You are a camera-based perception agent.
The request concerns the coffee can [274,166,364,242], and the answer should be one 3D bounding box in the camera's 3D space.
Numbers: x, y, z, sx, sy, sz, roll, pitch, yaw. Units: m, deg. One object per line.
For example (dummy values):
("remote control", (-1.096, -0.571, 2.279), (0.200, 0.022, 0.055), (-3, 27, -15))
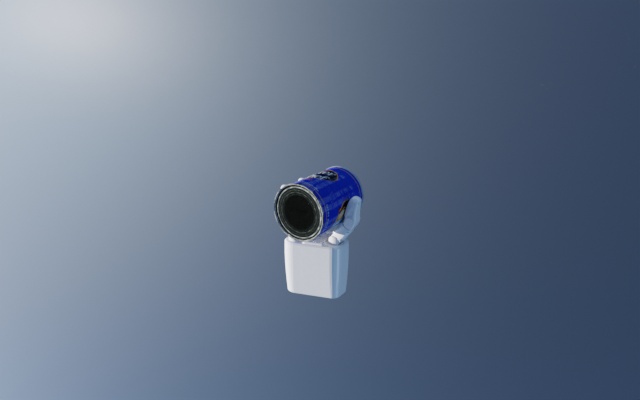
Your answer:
("coffee can", (0.000, 0.003, 0.852), (0.103, 0.103, 0.140), (0, 15, 35))
